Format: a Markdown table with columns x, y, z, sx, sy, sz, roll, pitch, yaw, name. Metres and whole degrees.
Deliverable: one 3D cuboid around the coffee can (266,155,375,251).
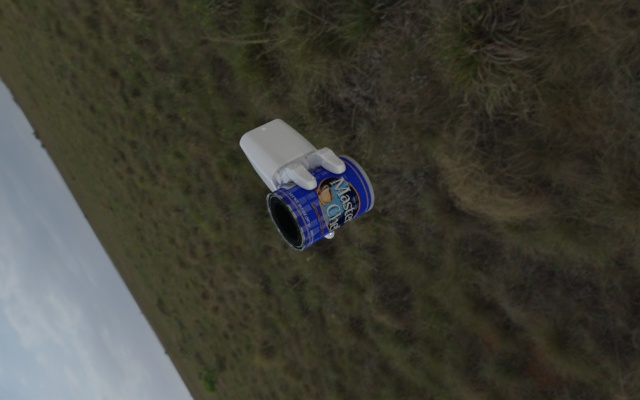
| x | y | z | sx | sy | sz | roll | pitch | yaw | name |
| --- | --- | --- | --- | --- | --- | --- | --- | --- | --- |
| 0.000 | 0.003 | 0.762 | 0.140 | 0.103 | 0.103 | -30 | 13 | -24 | coffee can |
